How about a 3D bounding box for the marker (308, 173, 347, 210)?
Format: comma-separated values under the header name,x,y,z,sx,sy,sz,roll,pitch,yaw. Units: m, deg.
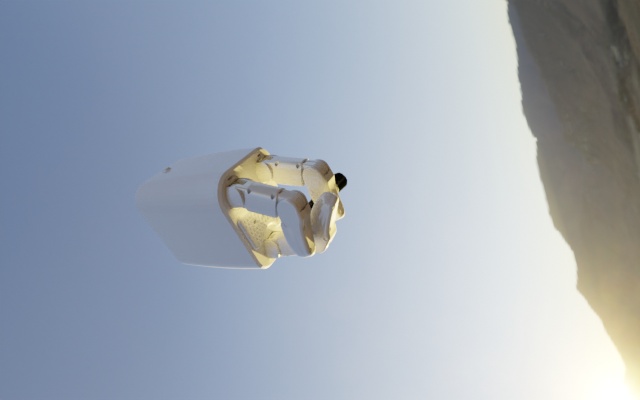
name,x,y,z,sx,sy,sz,roll,pitch,yaw
marker,0.000,0.002,0.477,0.020,0.020,0.121,0,26,25
